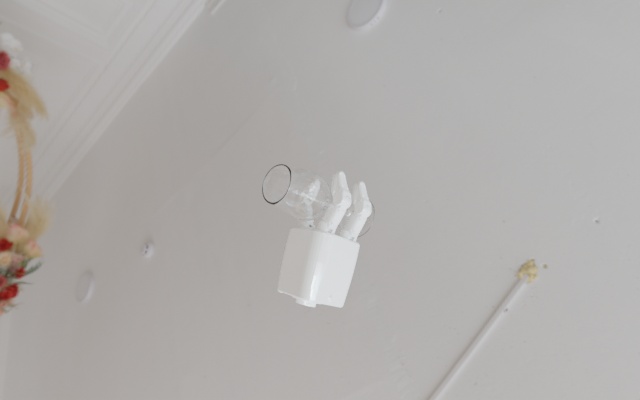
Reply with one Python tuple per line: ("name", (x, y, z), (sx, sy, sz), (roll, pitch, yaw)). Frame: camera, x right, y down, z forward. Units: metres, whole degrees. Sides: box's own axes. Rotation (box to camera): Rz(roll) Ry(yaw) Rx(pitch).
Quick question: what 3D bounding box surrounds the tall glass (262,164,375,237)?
("tall glass", (0.001, 0.003, 0.770), (0.079, 0.079, 0.201), (0, -16, 43))
